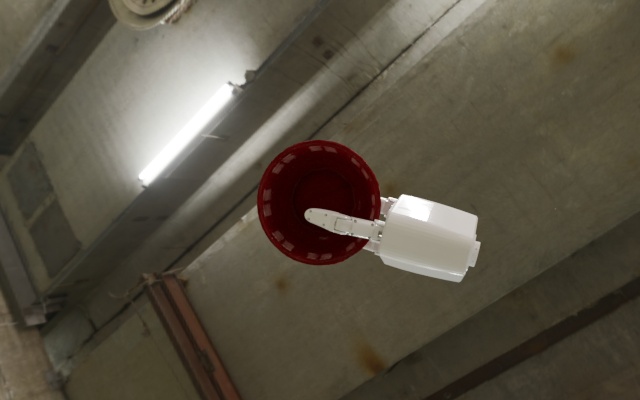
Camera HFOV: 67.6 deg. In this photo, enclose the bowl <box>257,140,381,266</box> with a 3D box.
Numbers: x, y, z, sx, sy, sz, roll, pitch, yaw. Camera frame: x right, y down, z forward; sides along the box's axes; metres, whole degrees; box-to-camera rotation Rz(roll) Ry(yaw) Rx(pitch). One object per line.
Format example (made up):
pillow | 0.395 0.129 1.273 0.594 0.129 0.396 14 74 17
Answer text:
bowl | -0.001 0.001 0.635 0.162 0.162 0.055 0 4 8
